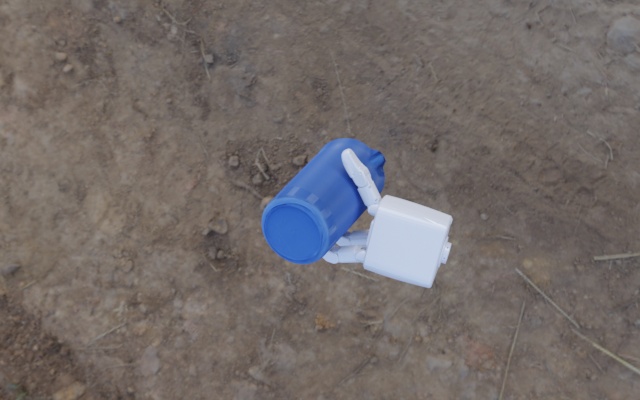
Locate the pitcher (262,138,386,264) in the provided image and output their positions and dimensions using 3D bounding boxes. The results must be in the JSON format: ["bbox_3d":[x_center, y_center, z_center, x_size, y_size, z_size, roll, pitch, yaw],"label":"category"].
[{"bbox_3d":[0.000,0.003,0.769,0.145,0.149,0.242,19,30,16],"label":"pitcher"}]
